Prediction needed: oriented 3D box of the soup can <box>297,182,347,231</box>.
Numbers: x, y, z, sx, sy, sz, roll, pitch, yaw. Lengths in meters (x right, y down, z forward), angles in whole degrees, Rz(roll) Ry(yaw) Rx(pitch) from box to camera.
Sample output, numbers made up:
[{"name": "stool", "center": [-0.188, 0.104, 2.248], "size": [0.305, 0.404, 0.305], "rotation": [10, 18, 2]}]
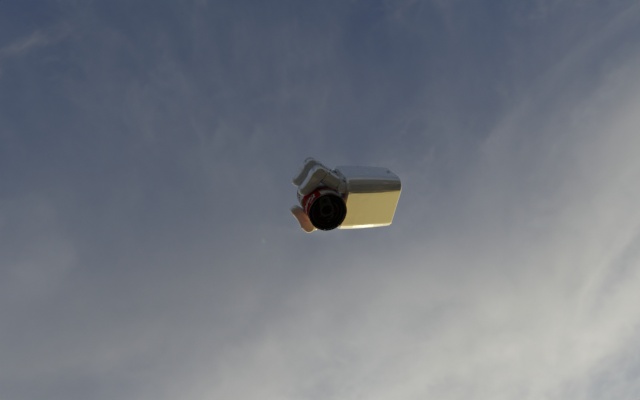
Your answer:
[{"name": "soup can", "center": [0.000, 0.003, 0.857], "size": [0.068, 0.068, 0.102], "rotation": [0, 21, -16]}]
